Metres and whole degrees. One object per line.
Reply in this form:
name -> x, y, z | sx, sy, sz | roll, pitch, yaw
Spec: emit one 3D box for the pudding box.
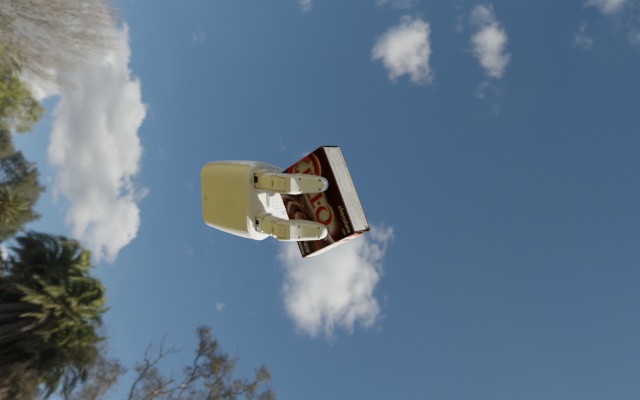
pudding box -> 0.000, 0.002, 0.578 | 0.090, 0.113, 0.039 | -30, -12, 40
